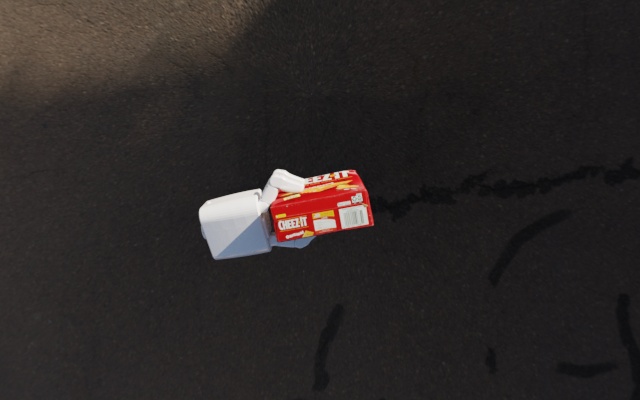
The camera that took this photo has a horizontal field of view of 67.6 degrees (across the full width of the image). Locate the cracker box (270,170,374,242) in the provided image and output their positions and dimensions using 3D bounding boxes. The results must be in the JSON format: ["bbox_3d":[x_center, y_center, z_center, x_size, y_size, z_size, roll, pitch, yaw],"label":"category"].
[{"bbox_3d":[0.000,0.003,0.879,0.164,0.072,0.213,-11,13,1],"label":"cracker box"}]
